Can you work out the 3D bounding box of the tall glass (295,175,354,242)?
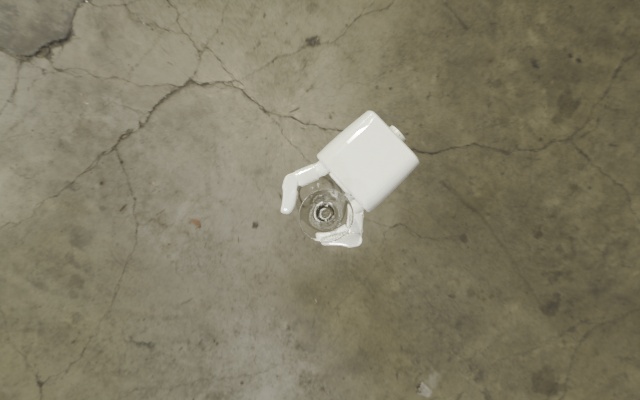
[{"bbox_3d":[0.000,0.003,0.736,0.079,0.079,0.201,0,10,-5],"label":"tall glass"}]
